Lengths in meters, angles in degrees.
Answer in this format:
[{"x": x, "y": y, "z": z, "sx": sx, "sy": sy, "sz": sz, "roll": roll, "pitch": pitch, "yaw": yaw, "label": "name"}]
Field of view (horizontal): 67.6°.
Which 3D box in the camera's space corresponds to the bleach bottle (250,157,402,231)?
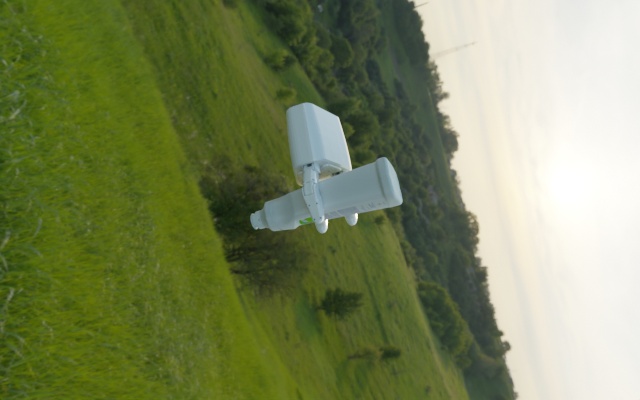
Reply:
[{"x": 0.000, "y": 0.003, "z": 0.776, "sx": 0.251, "sy": 0.068, "sz": 0.102, "roll": -15, "pitch": -17, "yaw": 15, "label": "bleach bottle"}]
